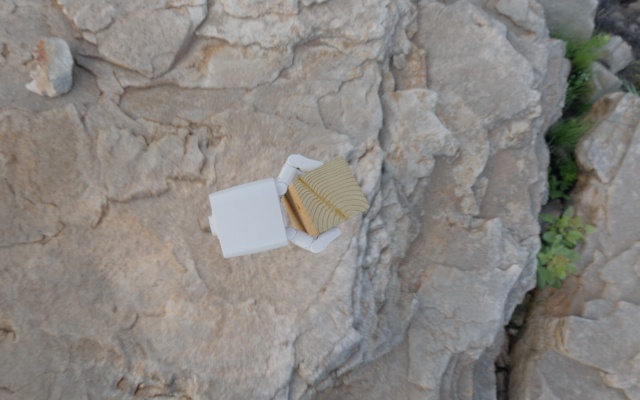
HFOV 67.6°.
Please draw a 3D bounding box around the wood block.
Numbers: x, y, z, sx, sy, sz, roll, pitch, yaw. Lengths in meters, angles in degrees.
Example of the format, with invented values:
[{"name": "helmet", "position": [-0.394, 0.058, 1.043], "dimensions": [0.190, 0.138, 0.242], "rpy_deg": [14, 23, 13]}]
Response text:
[{"name": "wood block", "position": [0.000, 0.003, 0.802], "dimensions": [0.090, 0.091, 0.206], "rpy_deg": [-27, -2, -11]}]
